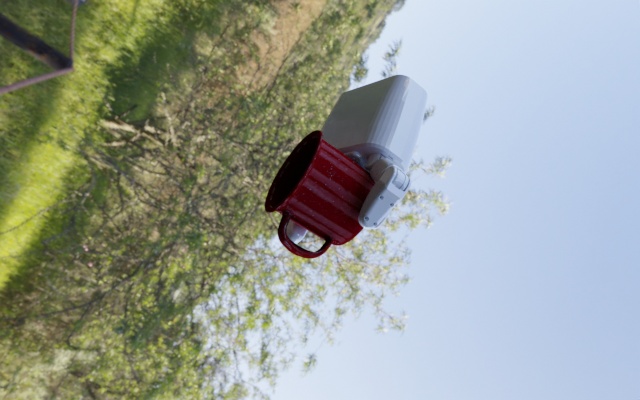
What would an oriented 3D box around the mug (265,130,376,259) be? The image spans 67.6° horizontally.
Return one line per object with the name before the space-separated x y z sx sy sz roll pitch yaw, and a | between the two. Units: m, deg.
mug | 0.000 0.003 0.464 0.081 0.117 0.093 33 -28 -19
